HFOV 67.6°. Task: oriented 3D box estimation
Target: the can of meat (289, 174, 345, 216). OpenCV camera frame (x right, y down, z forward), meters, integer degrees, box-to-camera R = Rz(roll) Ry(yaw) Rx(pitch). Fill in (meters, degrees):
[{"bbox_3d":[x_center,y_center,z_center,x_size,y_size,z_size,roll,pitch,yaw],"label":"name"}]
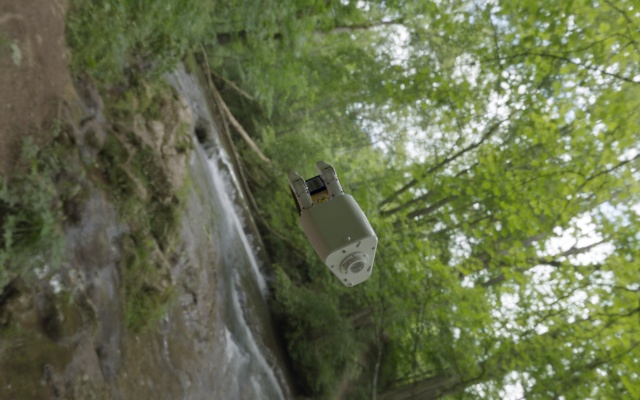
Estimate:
[{"bbox_3d":[0.000,0.003,0.860,0.084,0.102,0.057,-23,40,-8],"label":"can of meat"}]
